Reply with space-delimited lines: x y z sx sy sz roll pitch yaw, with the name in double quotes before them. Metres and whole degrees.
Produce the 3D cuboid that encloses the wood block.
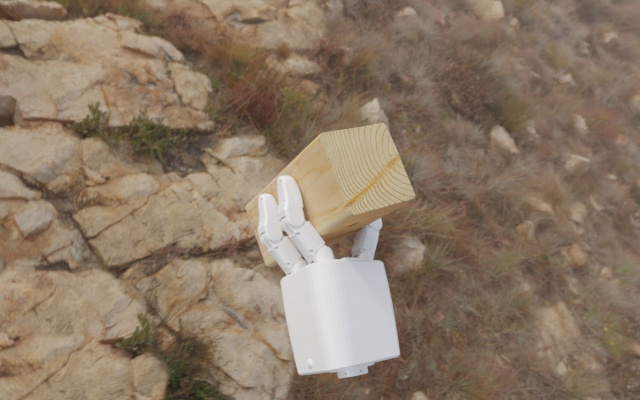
"wood block" 0.001 0.002 0.559 0.091 0.090 0.206 -14 -13 -34
